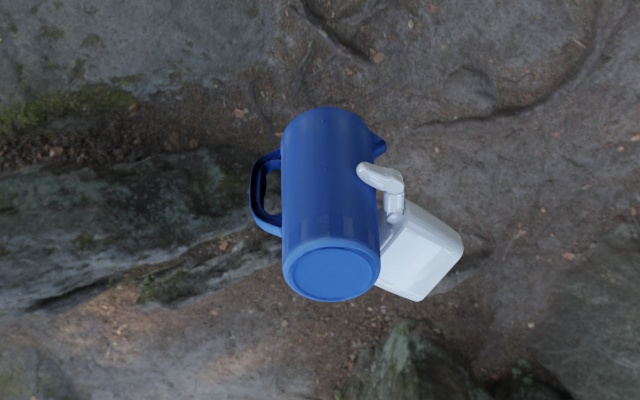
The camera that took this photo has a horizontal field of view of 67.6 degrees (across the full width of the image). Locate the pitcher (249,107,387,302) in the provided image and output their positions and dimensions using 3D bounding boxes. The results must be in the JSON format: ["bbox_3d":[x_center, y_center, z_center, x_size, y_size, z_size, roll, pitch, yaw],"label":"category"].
[{"bbox_3d":[0.000,0.002,0.601,0.145,0.242,0.149,29,-54,-24],"label":"pitcher"}]
